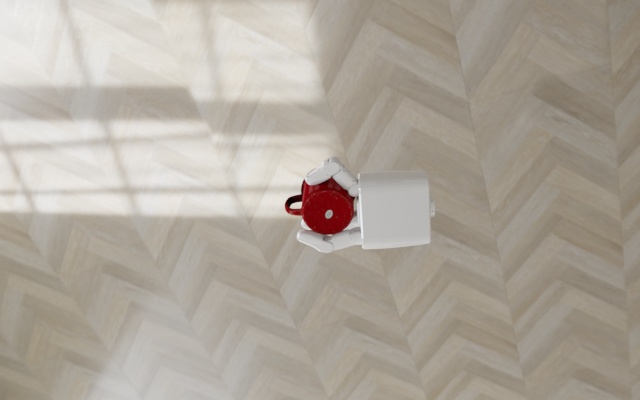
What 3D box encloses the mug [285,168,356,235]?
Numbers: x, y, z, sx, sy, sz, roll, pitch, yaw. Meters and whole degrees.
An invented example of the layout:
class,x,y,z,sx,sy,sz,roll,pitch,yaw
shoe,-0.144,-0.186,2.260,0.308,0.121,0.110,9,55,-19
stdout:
class,x,y,z,sx,sy,sz,roll,pitch,yaw
mug,-0.001,0.003,0.762,0.117,0.093,0.081,-5,27,5
